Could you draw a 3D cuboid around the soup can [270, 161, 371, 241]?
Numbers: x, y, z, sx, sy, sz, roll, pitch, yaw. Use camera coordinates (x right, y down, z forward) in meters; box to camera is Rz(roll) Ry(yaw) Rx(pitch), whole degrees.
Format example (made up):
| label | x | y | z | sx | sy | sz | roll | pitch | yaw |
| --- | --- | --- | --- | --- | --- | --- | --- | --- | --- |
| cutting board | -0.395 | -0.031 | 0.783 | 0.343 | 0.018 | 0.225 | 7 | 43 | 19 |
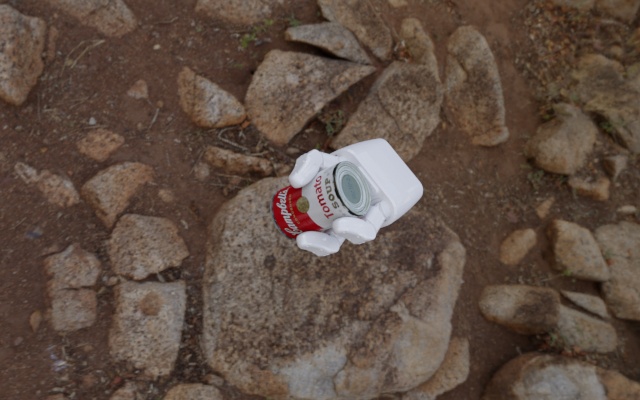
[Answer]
| label | x | y | z | sx | sy | sz | roll | pitch | yaw |
| --- | --- | --- | --- | --- | --- | --- | --- | --- | --- |
| soup can | 0.000 | 0.002 | 0.564 | 0.102 | 0.068 | 0.068 | -23 | -14 | 36 |
